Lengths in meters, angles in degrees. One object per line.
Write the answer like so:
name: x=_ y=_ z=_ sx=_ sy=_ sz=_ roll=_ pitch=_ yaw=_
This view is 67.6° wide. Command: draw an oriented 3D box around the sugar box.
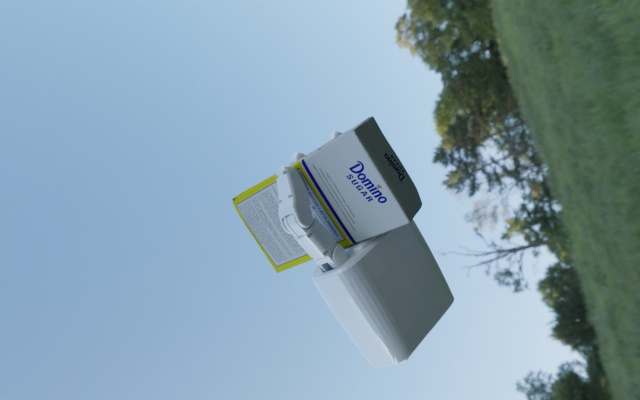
sugar box: x=0.000 y=0.001 z=0.457 sx=0.176 sy=0.093 sz=0.048 roll=-26 pitch=10 yaw=38
